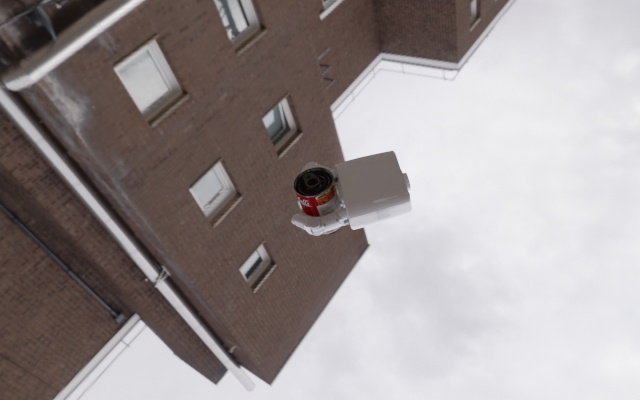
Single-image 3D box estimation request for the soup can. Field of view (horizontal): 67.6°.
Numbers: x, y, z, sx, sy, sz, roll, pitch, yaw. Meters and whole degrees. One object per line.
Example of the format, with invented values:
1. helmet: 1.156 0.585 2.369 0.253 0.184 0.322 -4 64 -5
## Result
1. soup can: 0.000 0.003 0.818 0.068 0.068 0.102 0 -42 19
